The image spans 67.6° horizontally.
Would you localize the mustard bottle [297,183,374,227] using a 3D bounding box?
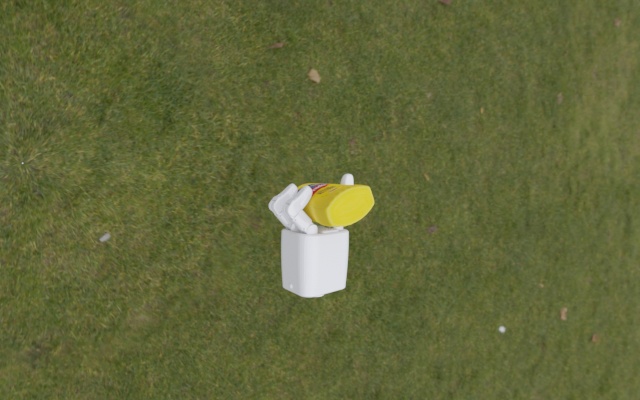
[{"bbox_3d":[0.000,0.002,0.833,0.096,0.058,0.191,-29,18,-27],"label":"mustard bottle"}]
